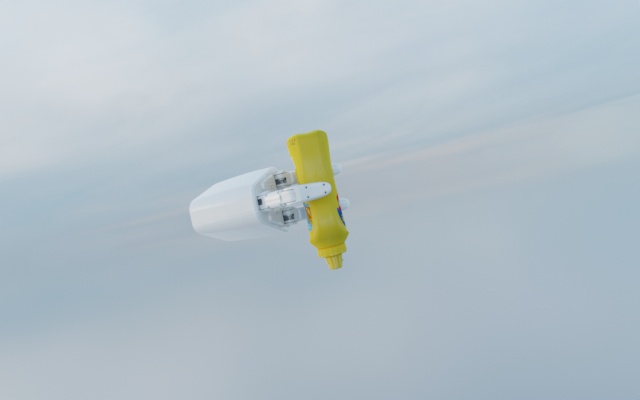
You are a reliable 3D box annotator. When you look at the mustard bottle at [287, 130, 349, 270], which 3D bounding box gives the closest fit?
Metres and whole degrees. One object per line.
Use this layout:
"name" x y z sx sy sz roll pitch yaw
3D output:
"mustard bottle" 0.000 0.002 0.669 0.058 0.191 0.096 -13 1 -4
